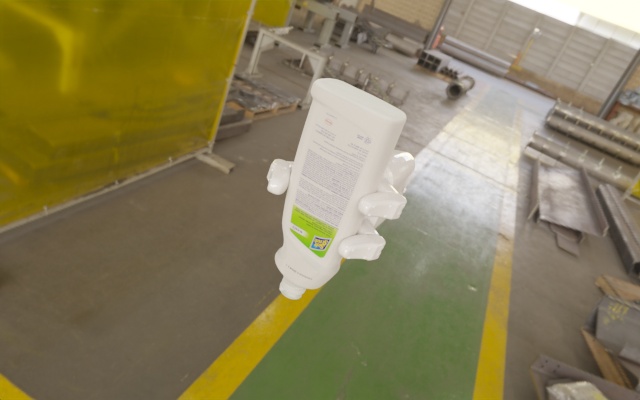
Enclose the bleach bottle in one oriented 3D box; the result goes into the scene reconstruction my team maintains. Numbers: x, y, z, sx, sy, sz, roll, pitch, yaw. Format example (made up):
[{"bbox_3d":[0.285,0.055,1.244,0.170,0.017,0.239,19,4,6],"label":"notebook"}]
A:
[{"bbox_3d":[0.000,0.002,0.532,0.102,0.251,0.068,31,26,17],"label":"bleach bottle"}]
